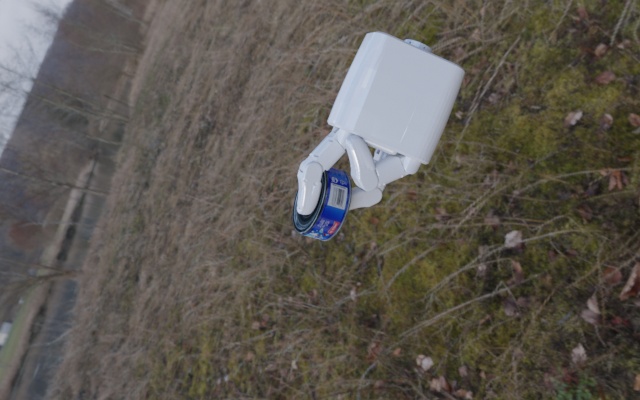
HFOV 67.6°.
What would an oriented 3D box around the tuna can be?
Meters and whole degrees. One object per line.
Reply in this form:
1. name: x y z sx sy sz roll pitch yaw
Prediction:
1. tuna can: 0.000 0.002 0.554 0.034 0.086 0.086 16 -7 -24
